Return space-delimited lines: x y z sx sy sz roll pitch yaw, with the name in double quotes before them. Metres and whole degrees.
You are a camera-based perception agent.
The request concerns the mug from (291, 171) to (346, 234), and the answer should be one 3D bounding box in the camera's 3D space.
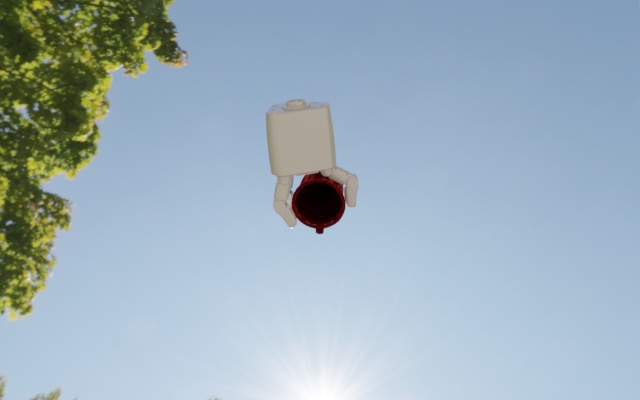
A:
"mug" 0.000 0.004 0.855 0.093 0.117 0.081 -1 23 5
